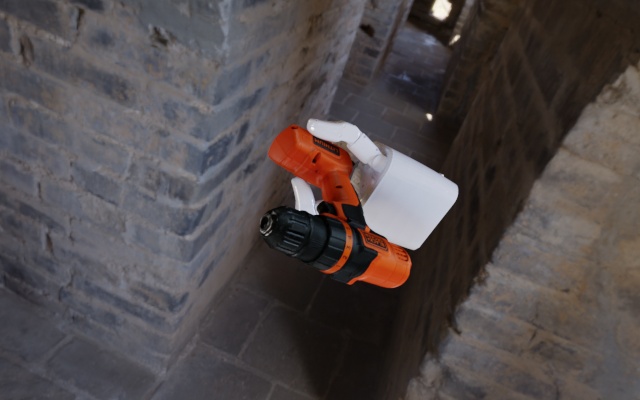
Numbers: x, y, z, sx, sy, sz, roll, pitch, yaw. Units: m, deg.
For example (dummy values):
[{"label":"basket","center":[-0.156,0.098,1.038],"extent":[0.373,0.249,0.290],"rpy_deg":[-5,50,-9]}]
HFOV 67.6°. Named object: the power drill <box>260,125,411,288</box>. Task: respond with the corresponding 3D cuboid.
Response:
[{"label":"power drill","center":[0.000,0.001,0.509],"extent":[0.184,0.187,0.057],"rpy_deg":[25,-58,-38]}]
